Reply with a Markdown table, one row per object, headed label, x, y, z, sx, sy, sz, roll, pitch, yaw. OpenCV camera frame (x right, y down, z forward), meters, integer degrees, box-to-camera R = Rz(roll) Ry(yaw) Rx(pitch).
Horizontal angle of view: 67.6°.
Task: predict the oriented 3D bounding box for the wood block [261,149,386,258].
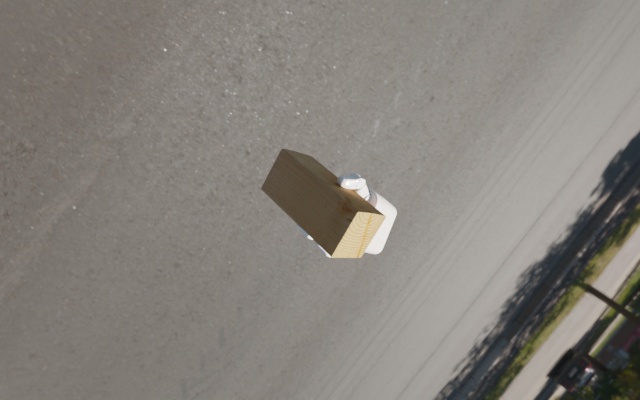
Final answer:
| label | x | y | z | sx | sy | sz | roll | pitch | yaw |
| --- | --- | --- | --- | --- | --- | --- | --- | --- | --- |
| wood block | 0.001 | 0.003 | 0.840 | 0.206 | 0.091 | 0.090 | 41 | 19 | 34 |
